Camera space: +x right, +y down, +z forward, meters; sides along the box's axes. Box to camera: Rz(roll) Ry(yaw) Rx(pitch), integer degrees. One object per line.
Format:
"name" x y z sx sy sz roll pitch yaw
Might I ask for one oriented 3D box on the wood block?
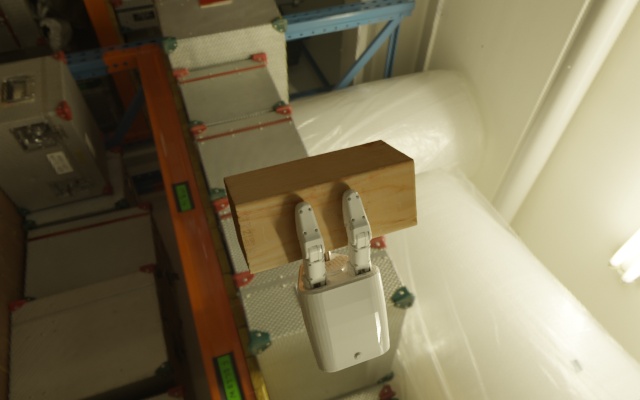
"wood block" 0.000 0.002 0.569 0.206 0.090 0.090 -15 26 -14
